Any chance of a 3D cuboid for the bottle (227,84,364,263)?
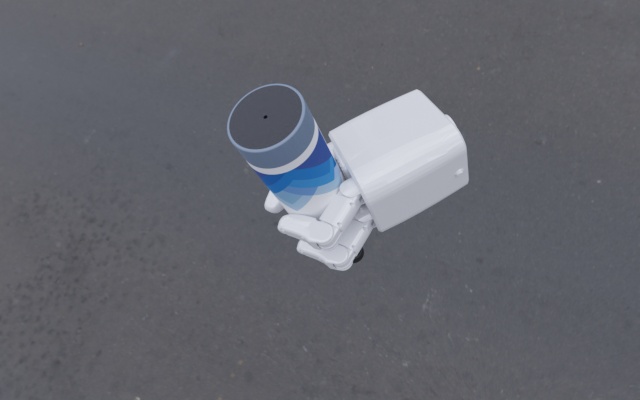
[{"bbox_3d":[0.000,0.002,0.496,0.069,0.069,0.296,0,-27,19],"label":"bottle"}]
